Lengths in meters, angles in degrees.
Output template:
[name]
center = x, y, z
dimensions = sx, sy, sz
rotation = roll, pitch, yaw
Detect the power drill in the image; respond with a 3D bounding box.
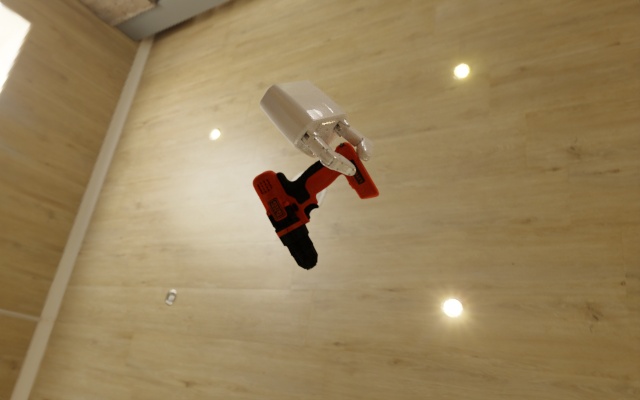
[power drill]
center = 0.000, 0.002, 0.804
dimensions = 0.187, 0.184, 0.057
rotation = -29, 2, 7
